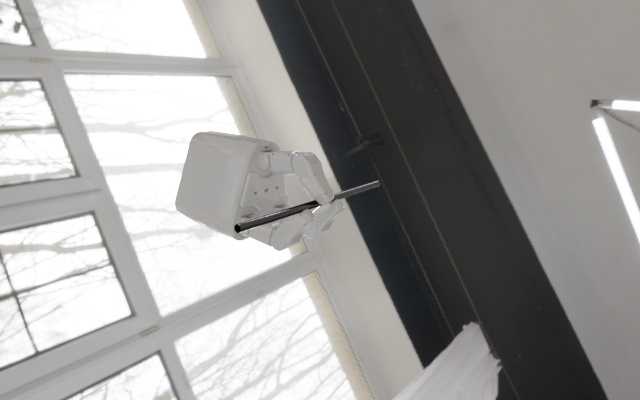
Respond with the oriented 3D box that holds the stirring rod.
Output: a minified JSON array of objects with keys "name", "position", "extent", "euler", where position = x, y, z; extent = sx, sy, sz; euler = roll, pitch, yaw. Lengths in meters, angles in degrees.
[{"name":"stirring rod","position":[0.000,0.002,0.503],"extent":[0.011,0.011,0.239],"euler":[0,11,37]}]
